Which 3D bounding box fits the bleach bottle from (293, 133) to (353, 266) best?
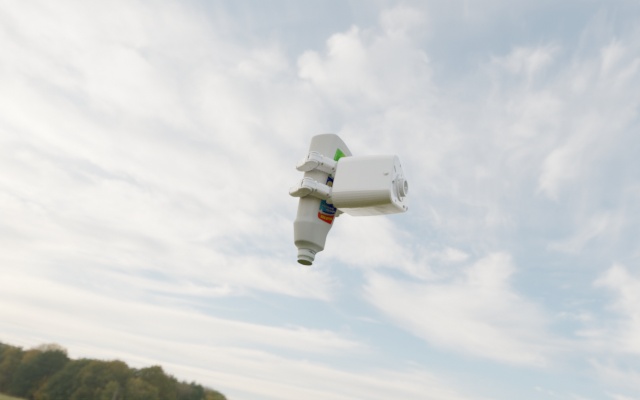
[{"bbox_3d":[0.000,0.003,0.883,0.068,0.250,0.103,-3,-31,27],"label":"bleach bottle"}]
